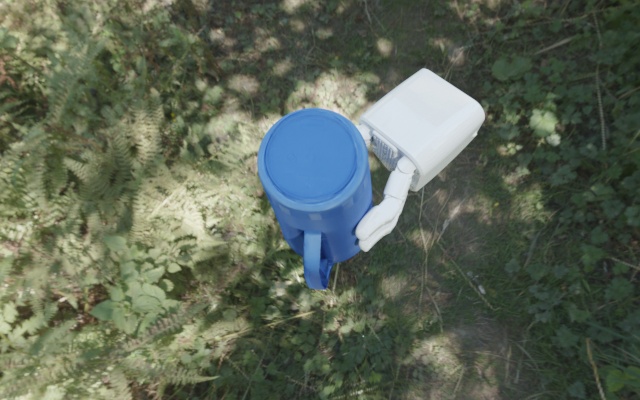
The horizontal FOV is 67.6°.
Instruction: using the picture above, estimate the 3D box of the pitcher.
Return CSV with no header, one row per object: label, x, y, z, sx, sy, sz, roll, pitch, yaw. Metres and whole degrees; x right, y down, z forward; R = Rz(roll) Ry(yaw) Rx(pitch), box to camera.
pitcher,0.000,0.002,0.561,0.145,0.149,0.243,-38,-16,-6
